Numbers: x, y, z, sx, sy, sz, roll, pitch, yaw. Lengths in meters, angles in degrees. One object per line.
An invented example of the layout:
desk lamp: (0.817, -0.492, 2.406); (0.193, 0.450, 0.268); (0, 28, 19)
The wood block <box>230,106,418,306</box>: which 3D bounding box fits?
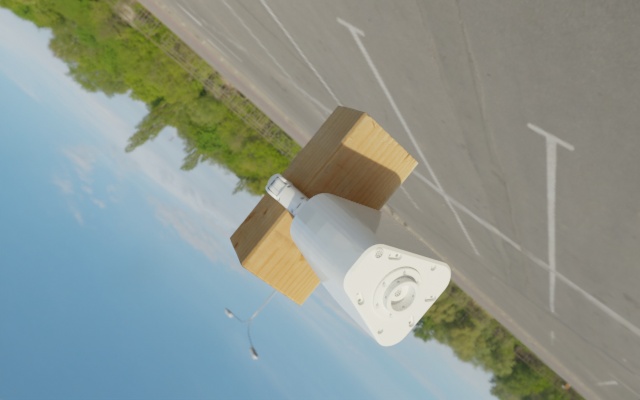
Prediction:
wood block: (0.000, 0.002, 0.550); (0.091, 0.206, 0.090); (39, 1, -25)
